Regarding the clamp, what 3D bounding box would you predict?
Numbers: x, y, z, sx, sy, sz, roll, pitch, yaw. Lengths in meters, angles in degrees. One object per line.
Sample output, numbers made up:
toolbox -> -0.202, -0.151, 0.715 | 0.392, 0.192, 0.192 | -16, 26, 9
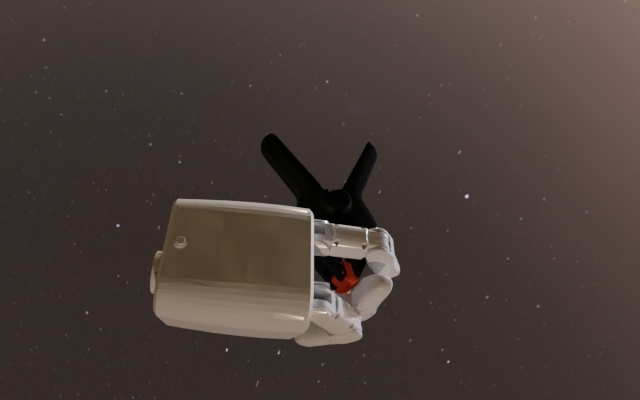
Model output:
clamp -> 0.000, 0.002, 0.444 | 0.120, 0.171, 0.039 | 6, -40, -8
